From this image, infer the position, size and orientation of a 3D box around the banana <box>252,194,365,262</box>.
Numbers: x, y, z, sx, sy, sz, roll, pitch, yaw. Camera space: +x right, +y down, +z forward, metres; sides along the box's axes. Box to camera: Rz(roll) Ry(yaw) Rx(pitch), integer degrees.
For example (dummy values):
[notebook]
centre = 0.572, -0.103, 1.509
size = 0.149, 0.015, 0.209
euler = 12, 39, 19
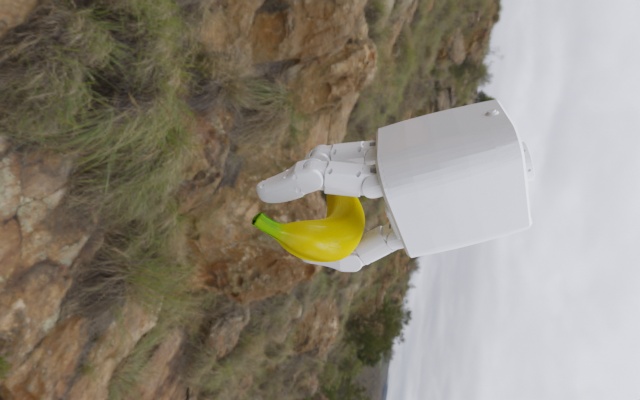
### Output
[banana]
centre = 0.010, 0.017, 0.434
size = 0.037, 0.069, 0.198
euler = -38, -5, 20
